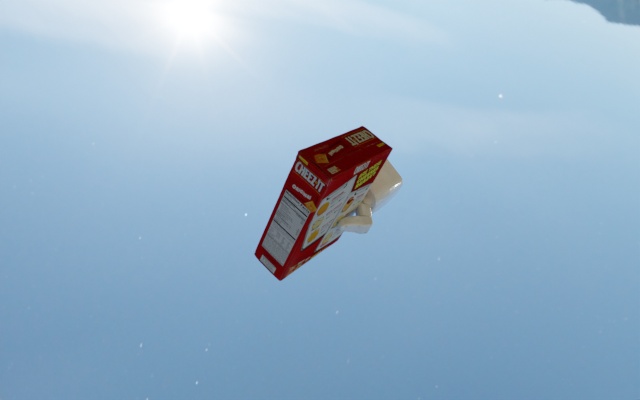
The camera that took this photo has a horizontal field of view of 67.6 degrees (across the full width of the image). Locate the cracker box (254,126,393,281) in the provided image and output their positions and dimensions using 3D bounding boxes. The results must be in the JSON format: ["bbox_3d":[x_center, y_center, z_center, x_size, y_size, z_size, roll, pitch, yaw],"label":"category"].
[{"bbox_3d":[0.000,0.003,0.730,0.072,0.214,0.164,40,39,18],"label":"cracker box"}]
